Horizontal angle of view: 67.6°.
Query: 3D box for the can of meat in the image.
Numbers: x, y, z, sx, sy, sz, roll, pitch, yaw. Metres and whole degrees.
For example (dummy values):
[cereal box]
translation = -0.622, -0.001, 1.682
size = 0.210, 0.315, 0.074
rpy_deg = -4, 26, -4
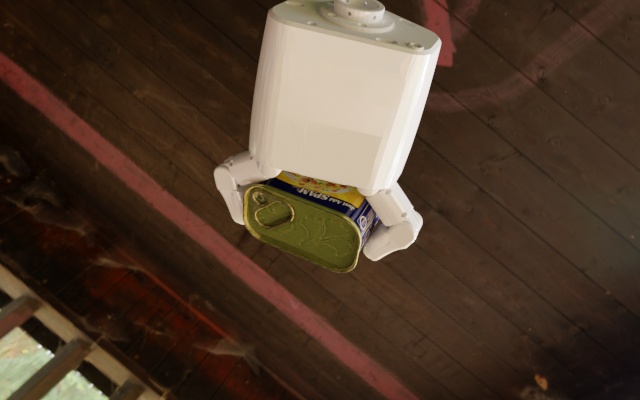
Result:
[can of meat]
translation = 0.000, 0.001, 0.403
size = 0.102, 0.057, 0.084
rpy_deg = 21, 40, 16
